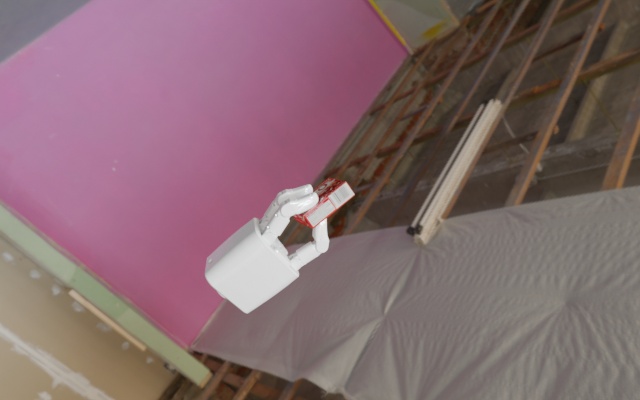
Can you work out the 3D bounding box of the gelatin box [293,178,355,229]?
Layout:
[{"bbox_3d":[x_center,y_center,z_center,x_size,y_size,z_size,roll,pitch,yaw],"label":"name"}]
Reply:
[{"bbox_3d":[0.001,0.003,0.755,0.089,0.030,0.073,-39,18,-12],"label":"gelatin box"}]
